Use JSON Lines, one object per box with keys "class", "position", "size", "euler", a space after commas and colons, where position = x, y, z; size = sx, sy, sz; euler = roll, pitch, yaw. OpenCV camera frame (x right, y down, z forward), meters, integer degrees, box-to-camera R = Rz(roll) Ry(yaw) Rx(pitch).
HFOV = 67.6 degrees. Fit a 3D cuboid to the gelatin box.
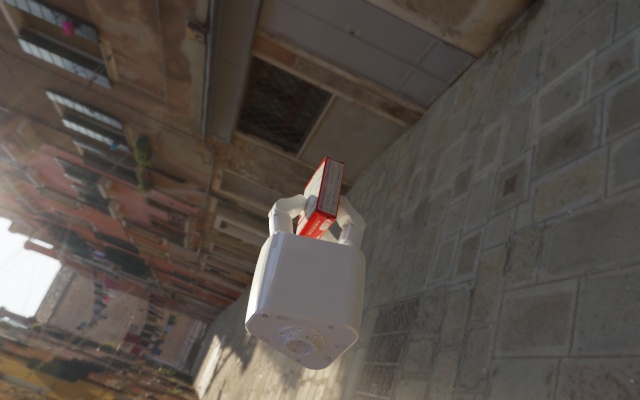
{"class": "gelatin box", "position": [0.000, 0.002, 0.601], "size": [0.030, 0.089, 0.073], "euler": [19, -38, -13]}
